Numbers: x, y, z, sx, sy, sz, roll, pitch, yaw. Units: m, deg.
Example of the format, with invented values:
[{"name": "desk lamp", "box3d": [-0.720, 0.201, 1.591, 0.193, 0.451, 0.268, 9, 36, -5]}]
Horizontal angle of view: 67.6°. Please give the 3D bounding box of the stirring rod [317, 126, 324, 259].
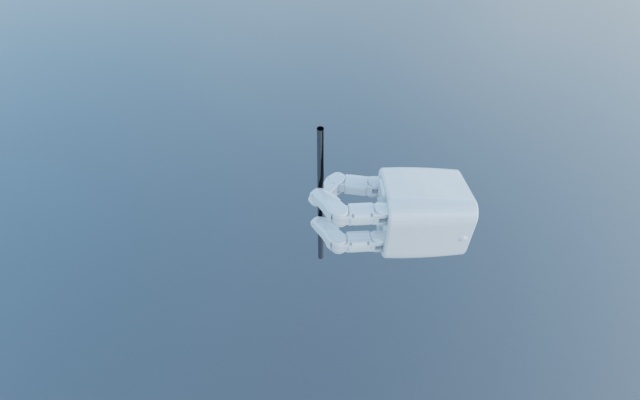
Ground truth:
[{"name": "stirring rod", "box3d": [0.000, 0.002, 0.610, 0.011, 0.011, 0.240, 0, -42, 0]}]
